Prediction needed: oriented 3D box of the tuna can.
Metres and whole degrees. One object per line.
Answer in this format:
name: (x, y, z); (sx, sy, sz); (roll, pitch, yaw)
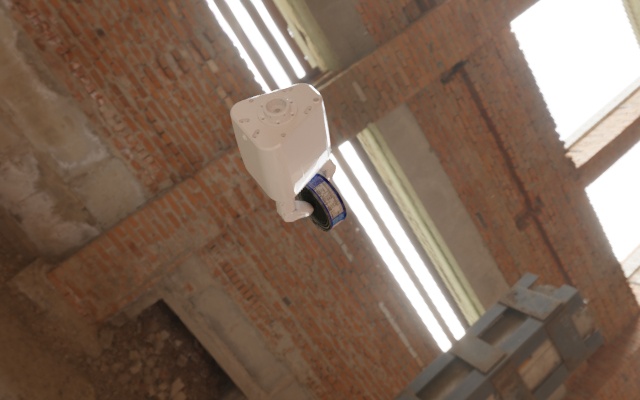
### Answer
tuna can: (0.001, 0.002, 0.713); (0.033, 0.086, 0.086); (-35, 12, -19)
